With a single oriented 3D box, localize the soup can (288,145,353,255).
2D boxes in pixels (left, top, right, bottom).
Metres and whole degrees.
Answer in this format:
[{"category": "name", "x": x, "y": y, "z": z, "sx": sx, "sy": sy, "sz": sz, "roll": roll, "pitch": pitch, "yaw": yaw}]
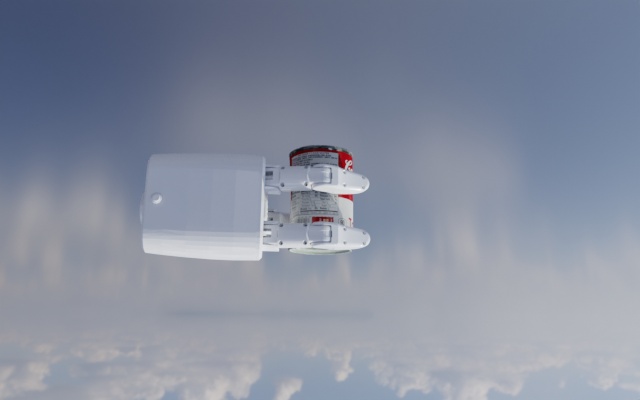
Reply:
[{"category": "soup can", "x": 0.001, "y": 0.002, "z": 0.495, "sx": 0.068, "sy": 0.102, "sz": 0.068, "roll": 1, "pitch": -13, "yaw": 0}]
